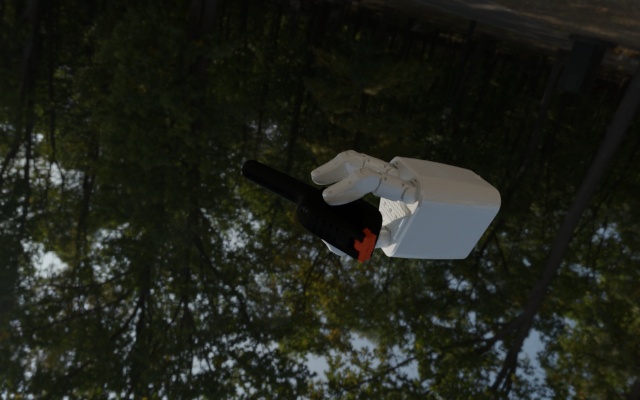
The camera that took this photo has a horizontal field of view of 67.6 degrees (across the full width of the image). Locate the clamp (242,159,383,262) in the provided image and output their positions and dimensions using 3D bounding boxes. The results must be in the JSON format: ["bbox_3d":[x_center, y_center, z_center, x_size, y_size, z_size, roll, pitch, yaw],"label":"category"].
[{"bbox_3d":[0.000,0.003,0.540,0.164,0.036,0.210,5,23,-17],"label":"clamp"}]
